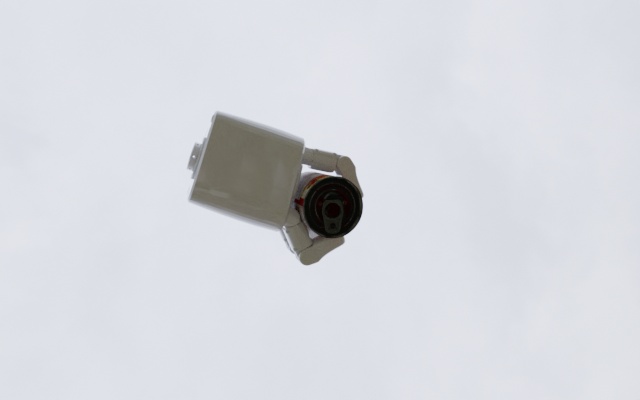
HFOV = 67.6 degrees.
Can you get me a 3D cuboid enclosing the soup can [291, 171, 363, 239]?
[{"bbox_3d":[0.000,0.002,0.559,0.068,0.068,0.102,0,7,-16],"label":"soup can"}]
